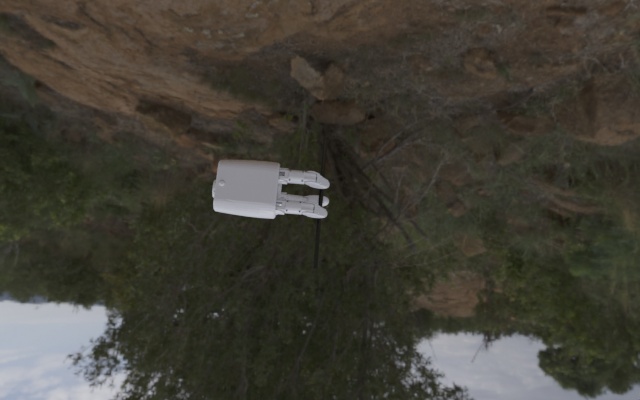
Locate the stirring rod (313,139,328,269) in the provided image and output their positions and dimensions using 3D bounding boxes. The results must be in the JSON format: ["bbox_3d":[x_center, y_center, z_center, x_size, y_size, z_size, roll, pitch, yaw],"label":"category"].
[{"bbox_3d":[0.000,0.003,0.869,0.011,0.239,0.011,4,-12,1],"label":"stirring rod"}]
